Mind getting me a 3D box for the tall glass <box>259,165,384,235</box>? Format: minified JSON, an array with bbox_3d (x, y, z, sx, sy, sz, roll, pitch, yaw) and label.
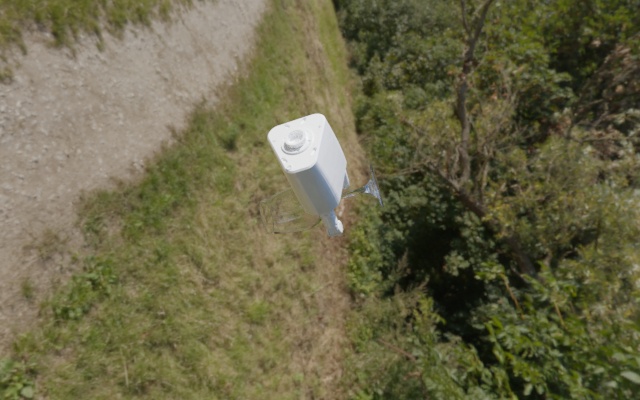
[{"bbox_3d":[0.001,0.003,0.808,0.201,0.079,0.079,-16,-3,10],"label":"tall glass"}]
